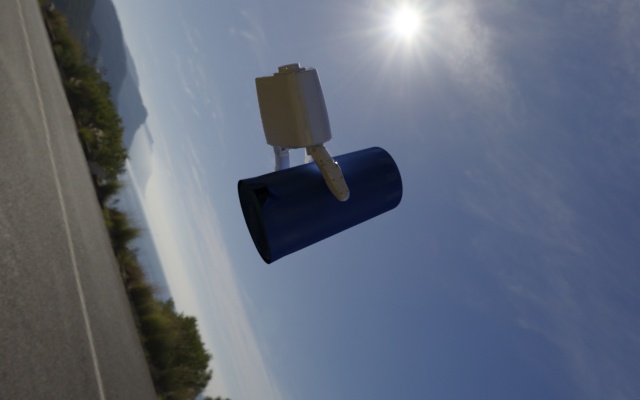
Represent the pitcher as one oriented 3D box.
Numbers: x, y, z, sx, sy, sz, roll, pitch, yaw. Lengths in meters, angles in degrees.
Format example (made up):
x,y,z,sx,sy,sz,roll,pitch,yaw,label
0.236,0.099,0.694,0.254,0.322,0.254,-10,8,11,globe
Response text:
x,y,z,sx,sy,sz,roll,pitch,yaw,label
0.000,0.002,0.756,0.243,0.145,0.149,-19,18,-19,pitcher
